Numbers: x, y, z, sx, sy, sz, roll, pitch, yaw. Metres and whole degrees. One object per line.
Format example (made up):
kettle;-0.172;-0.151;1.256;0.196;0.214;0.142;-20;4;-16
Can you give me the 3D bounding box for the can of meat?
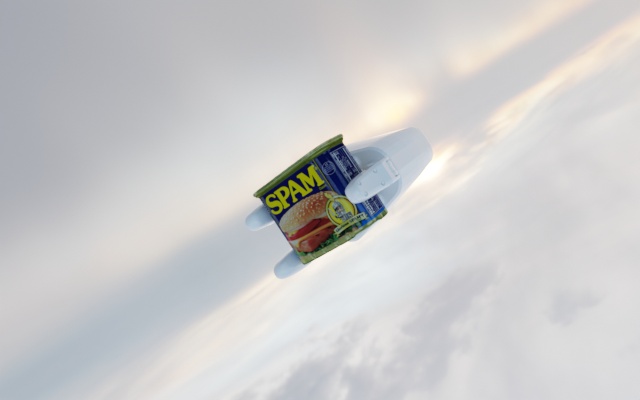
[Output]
can of meat;0.000;0.002;0.445;0.102;0.084;0.057;-33;1;35
